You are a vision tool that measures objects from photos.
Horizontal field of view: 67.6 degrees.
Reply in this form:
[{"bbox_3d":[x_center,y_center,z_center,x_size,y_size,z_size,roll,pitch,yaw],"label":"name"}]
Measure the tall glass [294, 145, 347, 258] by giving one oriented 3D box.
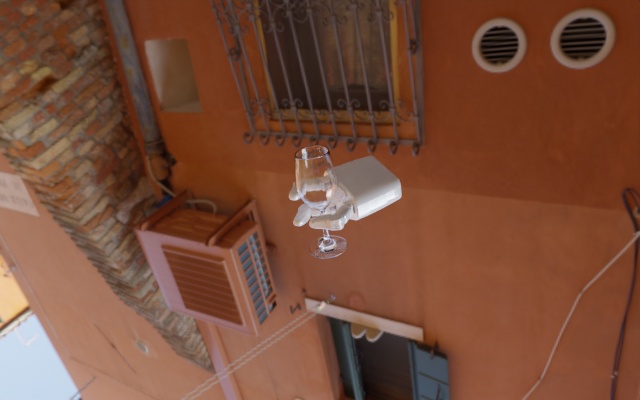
[{"bbox_3d":[0.000,0.004,0.874,0.079,0.201,0.079,-8,28,4],"label":"tall glass"}]
